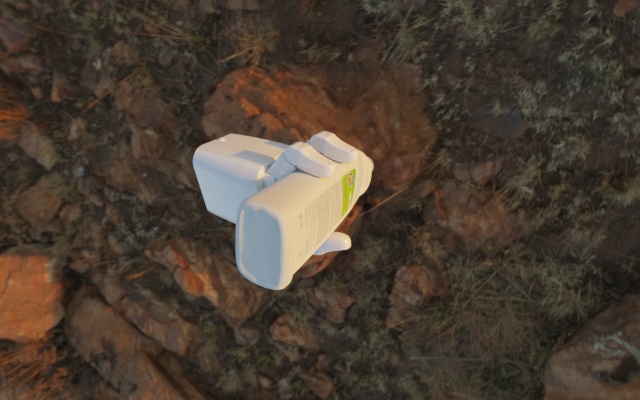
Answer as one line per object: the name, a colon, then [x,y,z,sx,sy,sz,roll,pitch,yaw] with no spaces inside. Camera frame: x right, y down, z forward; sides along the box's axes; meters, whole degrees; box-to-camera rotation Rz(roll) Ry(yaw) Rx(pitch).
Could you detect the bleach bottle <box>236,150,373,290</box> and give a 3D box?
bleach bottle: [0.000,0.002,0.580,0.068,0.103,0.250,18,29,24]
